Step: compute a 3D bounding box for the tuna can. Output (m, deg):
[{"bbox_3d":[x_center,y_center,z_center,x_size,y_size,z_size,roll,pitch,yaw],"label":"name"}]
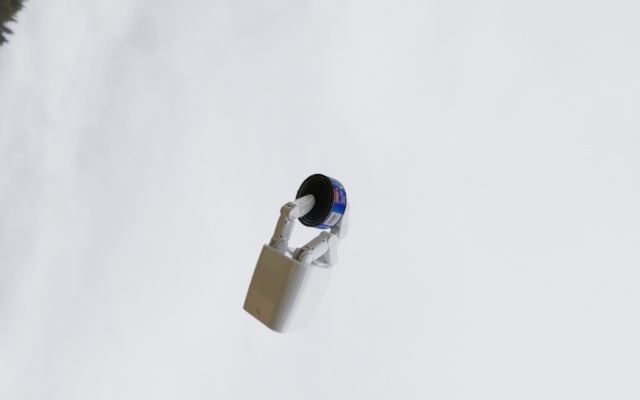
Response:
[{"bbox_3d":[0.001,0.003,0.750,0.086,0.086,0.034,0,-11,44],"label":"tuna can"}]
